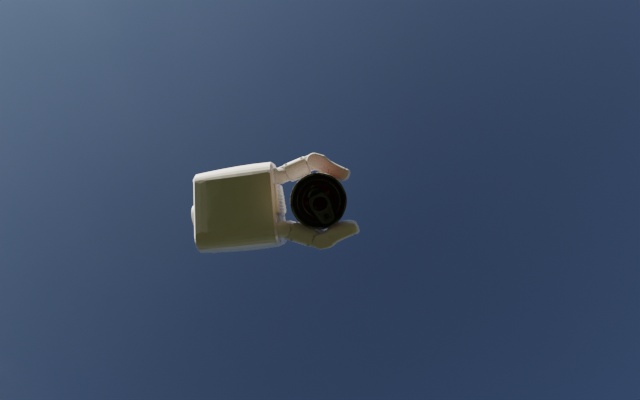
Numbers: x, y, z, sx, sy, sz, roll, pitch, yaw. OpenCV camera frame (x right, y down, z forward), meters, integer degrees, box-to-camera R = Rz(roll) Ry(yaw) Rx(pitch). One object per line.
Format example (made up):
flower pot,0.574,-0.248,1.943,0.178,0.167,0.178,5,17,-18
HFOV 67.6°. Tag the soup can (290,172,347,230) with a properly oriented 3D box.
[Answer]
soup can,0.001,0.002,0.616,0.068,0.068,0.102,0,-2,3
